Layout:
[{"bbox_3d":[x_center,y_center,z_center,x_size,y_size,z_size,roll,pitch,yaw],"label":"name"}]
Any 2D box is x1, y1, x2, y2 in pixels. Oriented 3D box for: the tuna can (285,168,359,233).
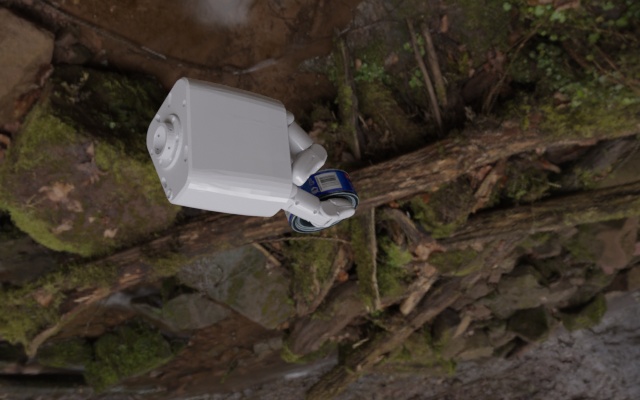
[{"bbox_3d":[0.000,0.002,0.549,0.086,0.033,0.086,-18,-27,-10],"label":"tuna can"}]
